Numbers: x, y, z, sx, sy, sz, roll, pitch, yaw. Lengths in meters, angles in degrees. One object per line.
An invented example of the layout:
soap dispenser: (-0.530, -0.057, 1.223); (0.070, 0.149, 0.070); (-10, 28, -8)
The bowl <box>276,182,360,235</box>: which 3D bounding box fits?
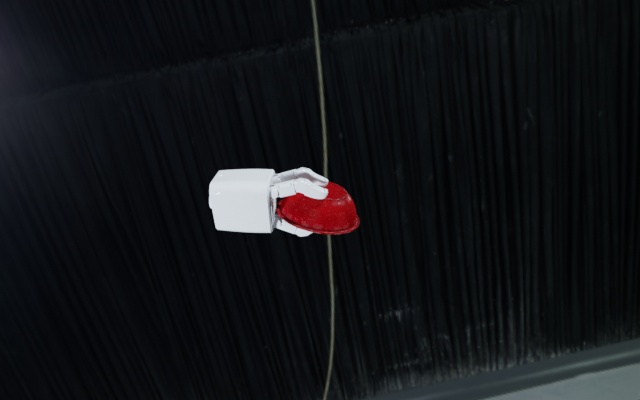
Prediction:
bowl: (0.002, 0.003, 0.899); (0.162, 0.055, 0.162); (10, 22, -4)
